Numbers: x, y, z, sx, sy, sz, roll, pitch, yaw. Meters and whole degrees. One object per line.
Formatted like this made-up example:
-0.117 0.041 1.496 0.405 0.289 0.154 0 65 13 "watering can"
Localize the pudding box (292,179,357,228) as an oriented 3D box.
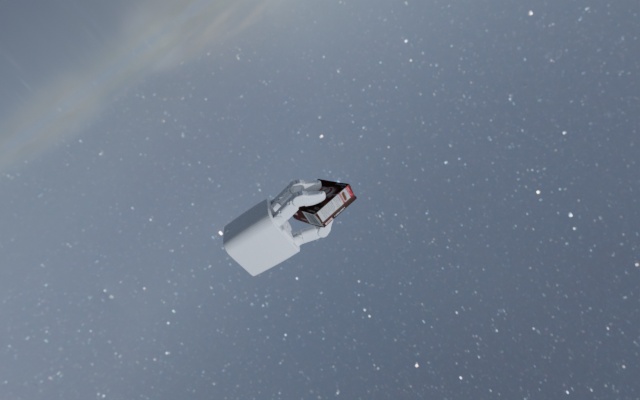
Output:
0.000 0.003 0.894 0.090 0.039 0.113 -42 28 -20 "pudding box"
